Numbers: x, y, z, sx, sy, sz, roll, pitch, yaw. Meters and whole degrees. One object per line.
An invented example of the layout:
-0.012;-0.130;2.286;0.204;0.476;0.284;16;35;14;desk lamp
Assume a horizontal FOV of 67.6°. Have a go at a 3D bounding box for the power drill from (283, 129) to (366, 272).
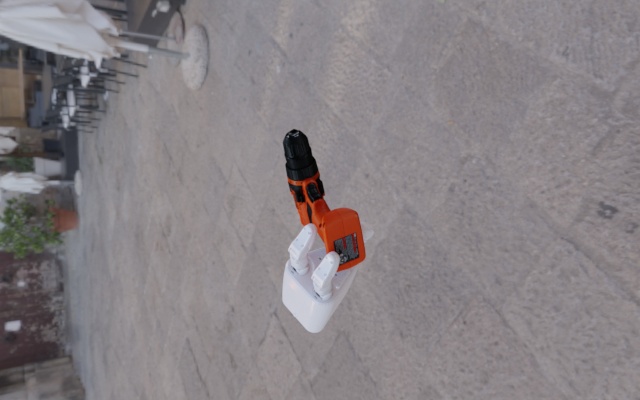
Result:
0.000;0.003;0.721;0.057;0.185;0.187;-22;38;-9;power drill
